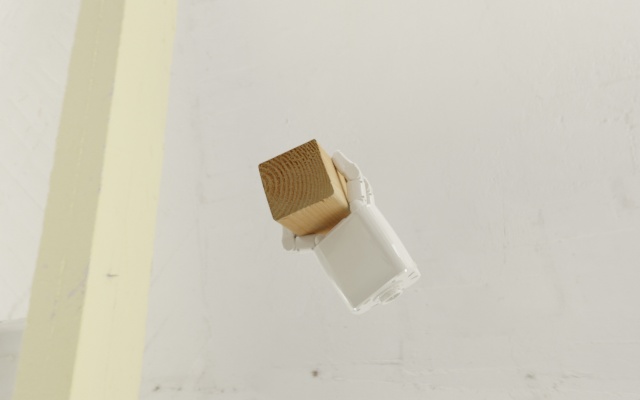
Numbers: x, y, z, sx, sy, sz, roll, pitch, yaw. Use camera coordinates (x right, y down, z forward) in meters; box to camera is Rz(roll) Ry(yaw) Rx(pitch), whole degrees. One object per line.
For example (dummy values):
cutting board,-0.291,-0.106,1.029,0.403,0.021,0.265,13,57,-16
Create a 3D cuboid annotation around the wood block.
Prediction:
wood block,0.000,0.003,0.713,0.091,0.090,0.206,-24,-24,11
